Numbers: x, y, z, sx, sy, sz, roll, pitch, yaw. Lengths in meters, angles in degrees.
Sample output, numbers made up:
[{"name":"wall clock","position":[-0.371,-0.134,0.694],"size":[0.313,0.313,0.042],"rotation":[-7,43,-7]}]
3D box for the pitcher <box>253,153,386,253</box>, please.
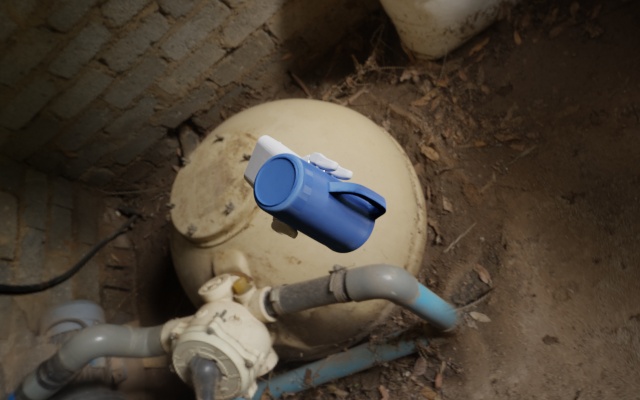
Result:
[{"name":"pitcher","position":[0.000,0.003,0.878],"size":[0.145,0.149,0.243],"rotation":[40,6,39]}]
